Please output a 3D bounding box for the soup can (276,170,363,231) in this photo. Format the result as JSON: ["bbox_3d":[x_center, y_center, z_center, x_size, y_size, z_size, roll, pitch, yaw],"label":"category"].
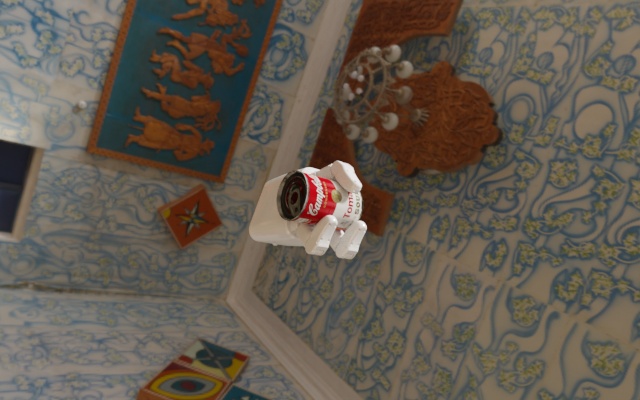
[{"bbox_3d":[0.001,0.002,0.657,0.102,0.068,0.068,13,-8,-38],"label":"soup can"}]
